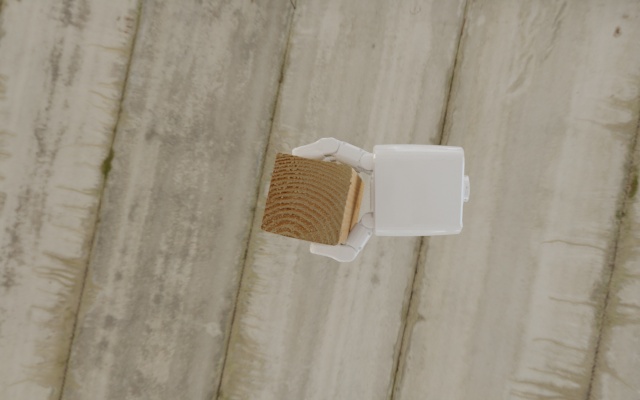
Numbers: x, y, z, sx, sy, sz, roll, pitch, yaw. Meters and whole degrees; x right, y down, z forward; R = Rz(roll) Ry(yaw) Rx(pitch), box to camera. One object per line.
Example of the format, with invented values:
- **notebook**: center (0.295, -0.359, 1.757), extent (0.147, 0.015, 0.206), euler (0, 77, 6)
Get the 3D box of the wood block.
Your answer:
- **wood block**: center (0.000, 0.002, 0.619), extent (0.090, 0.091, 0.206), euler (11, -1, 9)
